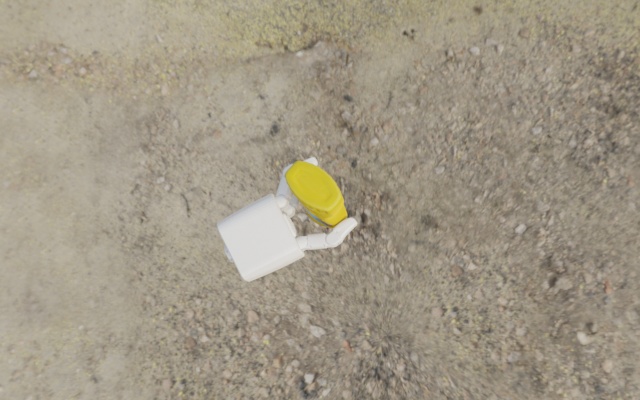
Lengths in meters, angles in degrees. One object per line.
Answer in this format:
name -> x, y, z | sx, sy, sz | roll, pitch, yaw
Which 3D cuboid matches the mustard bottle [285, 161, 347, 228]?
mustard bottle -> 0.000, 0.002, 0.794 | 0.096, 0.058, 0.192 | 38, -8, 16
